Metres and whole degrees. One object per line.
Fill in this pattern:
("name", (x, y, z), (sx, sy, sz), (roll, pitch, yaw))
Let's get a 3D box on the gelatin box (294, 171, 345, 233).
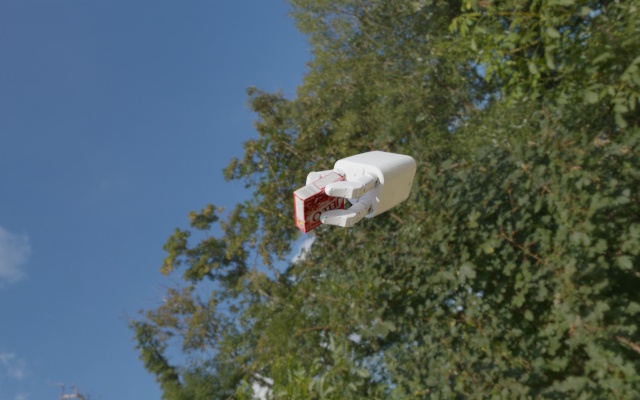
("gelatin box", (0.000, 0.002, 0.785), (0.089, 0.073, 0.030), (-28, 48, -28))
